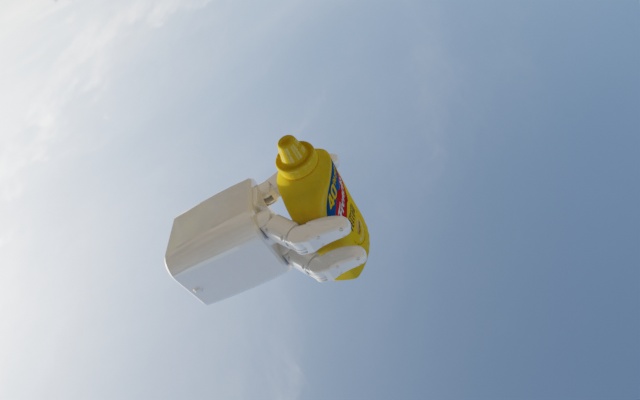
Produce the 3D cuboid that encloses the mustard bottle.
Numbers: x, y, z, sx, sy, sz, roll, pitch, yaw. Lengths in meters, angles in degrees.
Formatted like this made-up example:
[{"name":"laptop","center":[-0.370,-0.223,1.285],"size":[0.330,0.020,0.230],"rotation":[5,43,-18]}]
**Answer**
[{"name":"mustard bottle","center":[0.000,0.002,0.513],"size":[0.058,0.096,0.192],"rotation":[-8,-39,20]}]
